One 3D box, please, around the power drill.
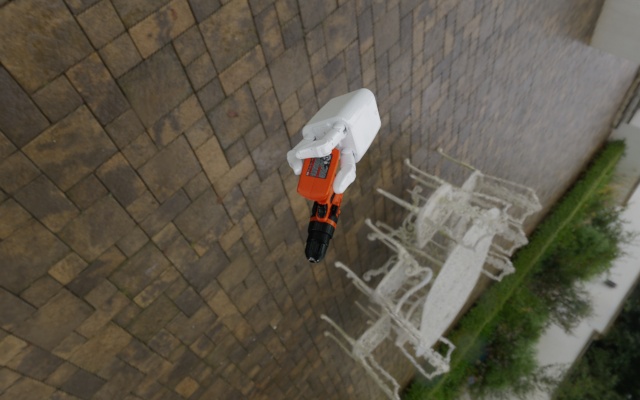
[{"bbox_3d":[0.000,0.002,0.863,0.057,0.184,0.188,9,-25,9],"label":"power drill"}]
